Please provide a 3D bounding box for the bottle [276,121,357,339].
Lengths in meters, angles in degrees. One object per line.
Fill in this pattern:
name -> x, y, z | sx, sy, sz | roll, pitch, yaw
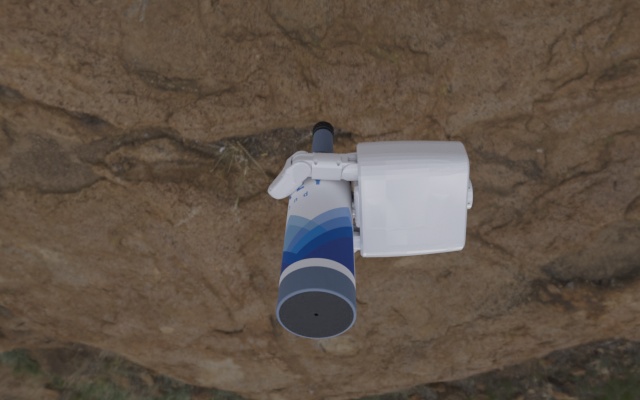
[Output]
bottle -> 0.000, 0.002, 0.506 | 0.069, 0.069, 0.295 | 0, 39, 2
